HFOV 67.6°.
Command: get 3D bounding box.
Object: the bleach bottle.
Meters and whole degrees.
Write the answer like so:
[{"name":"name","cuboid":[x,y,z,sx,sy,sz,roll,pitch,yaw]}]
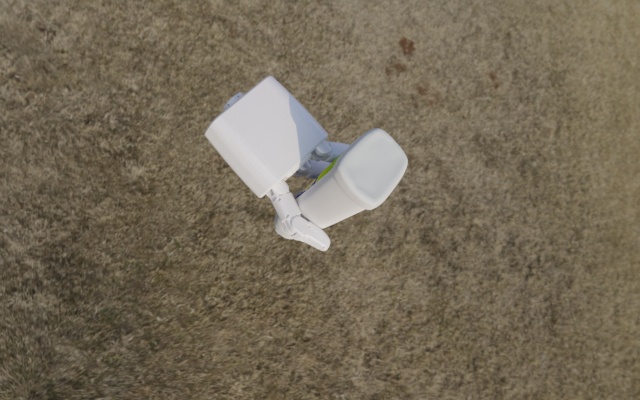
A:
[{"name":"bleach bottle","cuboid":[0.000,0.002,0.618,0.102,0.068,0.251,-47,8,-36]}]
